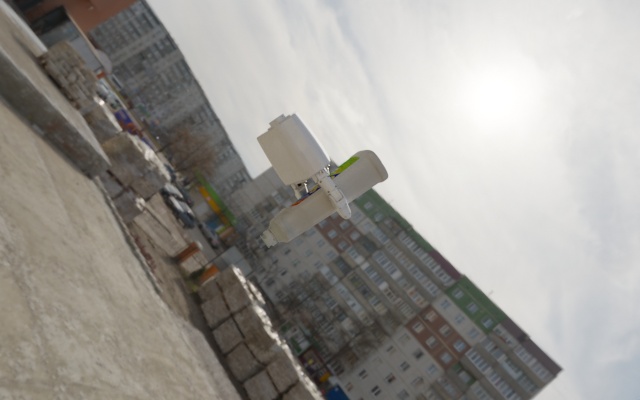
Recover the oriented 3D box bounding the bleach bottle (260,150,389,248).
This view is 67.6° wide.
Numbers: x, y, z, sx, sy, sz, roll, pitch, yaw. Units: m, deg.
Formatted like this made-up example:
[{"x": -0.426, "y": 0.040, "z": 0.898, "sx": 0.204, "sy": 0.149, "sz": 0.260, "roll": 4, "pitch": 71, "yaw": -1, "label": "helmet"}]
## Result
[{"x": 0.000, "y": 0.003, "z": 0.880, "sx": 0.251, "sy": 0.068, "sz": 0.102, "roll": -36, "pitch": 12, "yaw": -11, "label": "bleach bottle"}]
